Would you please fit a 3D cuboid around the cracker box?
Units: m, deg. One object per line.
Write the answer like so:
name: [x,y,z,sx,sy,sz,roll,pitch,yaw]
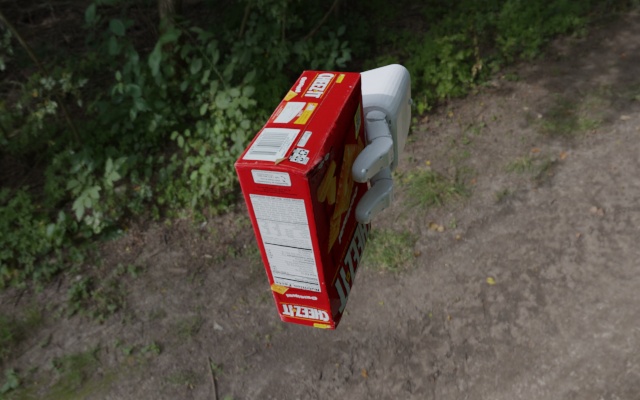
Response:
cracker box: [0.000,0.001,0.491,0.072,0.214,0.164,7,43,19]
